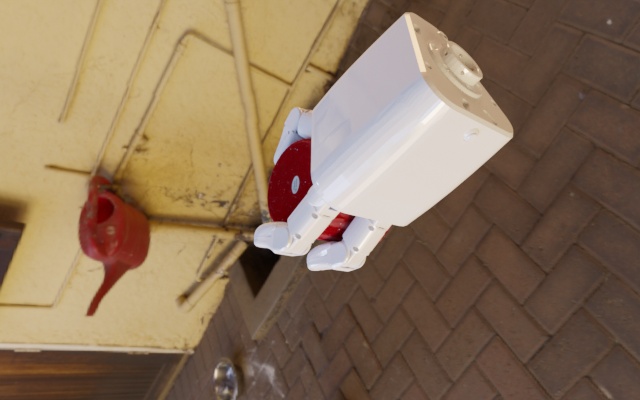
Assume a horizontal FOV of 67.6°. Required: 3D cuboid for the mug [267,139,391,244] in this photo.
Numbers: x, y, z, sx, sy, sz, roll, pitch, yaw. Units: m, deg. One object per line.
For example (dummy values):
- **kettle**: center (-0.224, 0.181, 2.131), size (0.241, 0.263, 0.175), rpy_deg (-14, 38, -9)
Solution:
- **mug**: center (-0.001, 0.002, 0.428), size (0.081, 0.093, 0.117), rpy_deg (15, -45, -37)
